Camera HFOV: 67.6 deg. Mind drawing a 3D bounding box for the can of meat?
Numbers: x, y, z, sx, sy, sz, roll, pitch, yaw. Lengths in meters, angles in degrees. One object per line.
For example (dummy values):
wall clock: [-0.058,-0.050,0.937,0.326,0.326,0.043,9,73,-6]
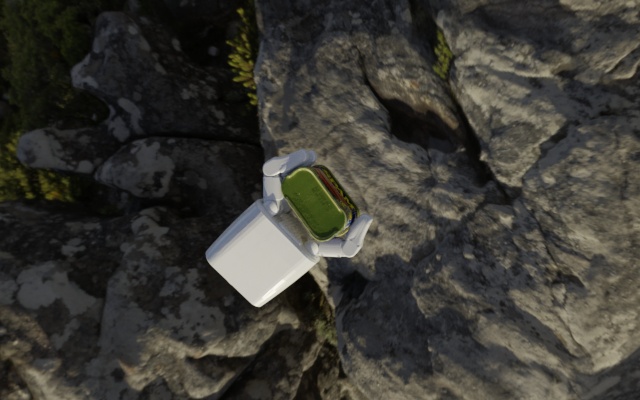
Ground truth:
can of meat: [0.000,0.002,0.625,0.057,0.102,0.084,-38,-6,13]
